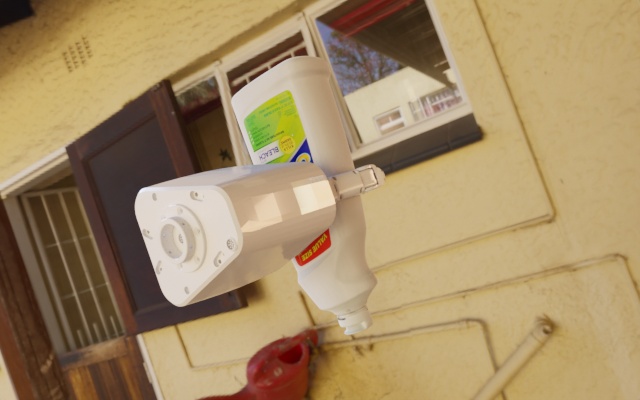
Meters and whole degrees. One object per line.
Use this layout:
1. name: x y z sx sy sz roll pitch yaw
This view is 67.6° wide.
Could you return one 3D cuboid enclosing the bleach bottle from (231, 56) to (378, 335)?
1. bleach bottle: 0.000 0.001 0.454 0.102 0.251 0.068 -22 -3 36
